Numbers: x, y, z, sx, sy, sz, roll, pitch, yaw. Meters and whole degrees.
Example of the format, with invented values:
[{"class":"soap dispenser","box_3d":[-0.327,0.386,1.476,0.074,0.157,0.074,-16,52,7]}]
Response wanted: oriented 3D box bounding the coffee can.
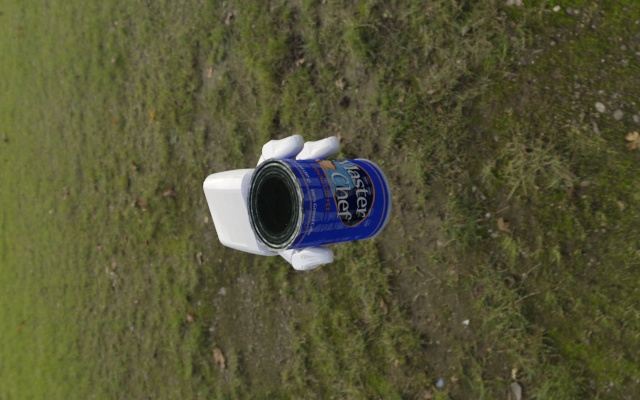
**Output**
[{"class":"coffee can","box_3d":[0.000,0.002,0.560,0.140,0.103,0.103,-4,2,-42]}]
